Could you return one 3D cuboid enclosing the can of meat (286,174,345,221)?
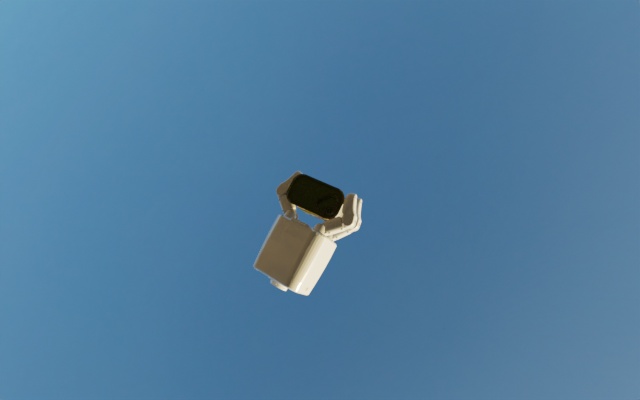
[{"bbox_3d":[0.000,0.003,0.860,0.102,0.057,0.084,24,-8,19],"label":"can of meat"}]
